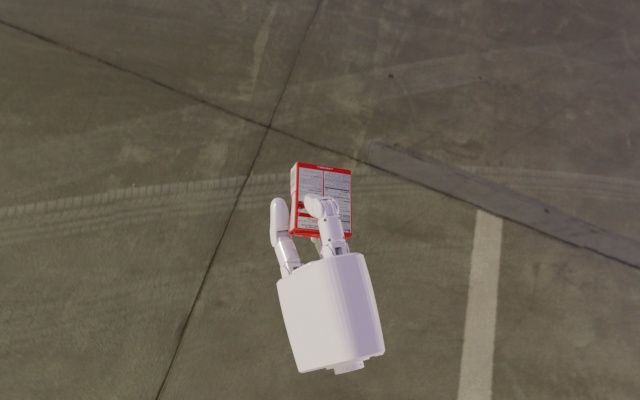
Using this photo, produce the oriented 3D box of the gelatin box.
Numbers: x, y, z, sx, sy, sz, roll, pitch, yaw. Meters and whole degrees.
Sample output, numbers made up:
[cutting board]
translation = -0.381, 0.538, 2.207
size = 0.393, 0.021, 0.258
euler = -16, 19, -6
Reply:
[gelatin box]
translation = 0.000, 0.001, 0.588
size = 0.073, 0.089, 0.030
euler = 7, -19, -19
